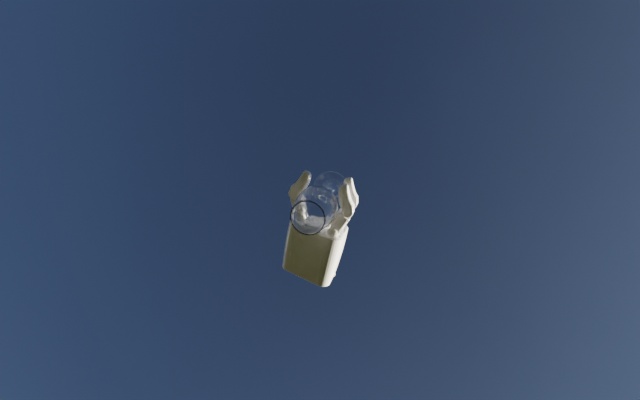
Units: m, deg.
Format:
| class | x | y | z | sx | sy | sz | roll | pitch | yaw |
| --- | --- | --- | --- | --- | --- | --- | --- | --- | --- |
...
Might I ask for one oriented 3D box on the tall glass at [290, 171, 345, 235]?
| class | x | y | z | sx | sy | sz | roll | pitch | yaw |
| --- | --- | --- | --- | --- | --- | --- | --- | --- | --- |
| tall glass | 0.000 | 0.003 | 0.893 | 0.079 | 0.079 | 0.201 | 0 | 15 | 13 |
